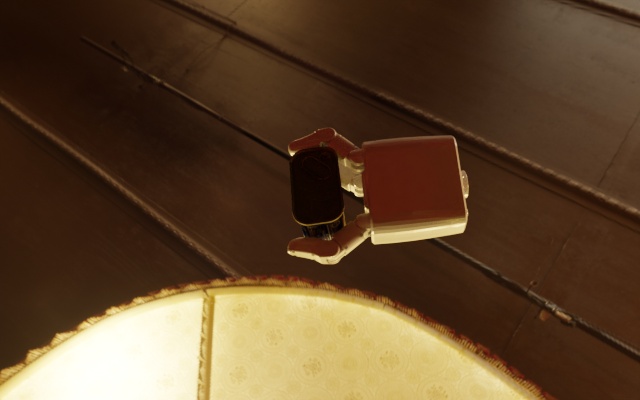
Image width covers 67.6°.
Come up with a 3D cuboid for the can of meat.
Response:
[{"bbox_3d":[0.000,0.002,0.569,0.057,0.102,0.084,-9,-31,4],"label":"can of meat"}]
